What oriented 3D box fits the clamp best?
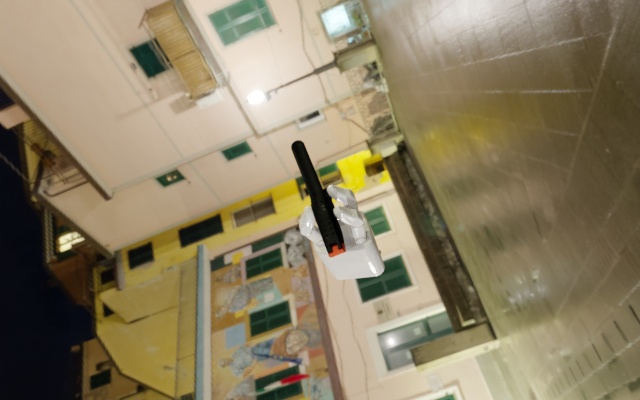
[{"bbox_3d":[0.000,0.004,0.833,0.036,0.209,0.165,-23,-45,9],"label":"clamp"}]
